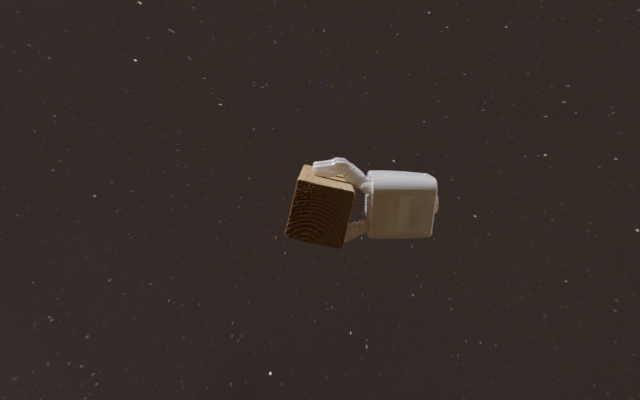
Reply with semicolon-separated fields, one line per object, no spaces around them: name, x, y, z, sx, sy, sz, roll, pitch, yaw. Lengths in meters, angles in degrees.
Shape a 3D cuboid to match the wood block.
wood block;0.000;0.003;0.798;0.090;0.091;0.206;12;10;-1
